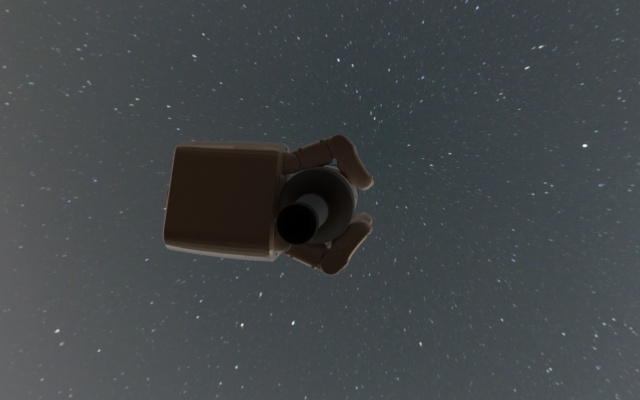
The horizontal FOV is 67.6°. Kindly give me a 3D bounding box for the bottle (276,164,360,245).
[{"bbox_3d":[0.000,0.001,0.455,0.069,0.069,0.295,0,6,6],"label":"bottle"}]
